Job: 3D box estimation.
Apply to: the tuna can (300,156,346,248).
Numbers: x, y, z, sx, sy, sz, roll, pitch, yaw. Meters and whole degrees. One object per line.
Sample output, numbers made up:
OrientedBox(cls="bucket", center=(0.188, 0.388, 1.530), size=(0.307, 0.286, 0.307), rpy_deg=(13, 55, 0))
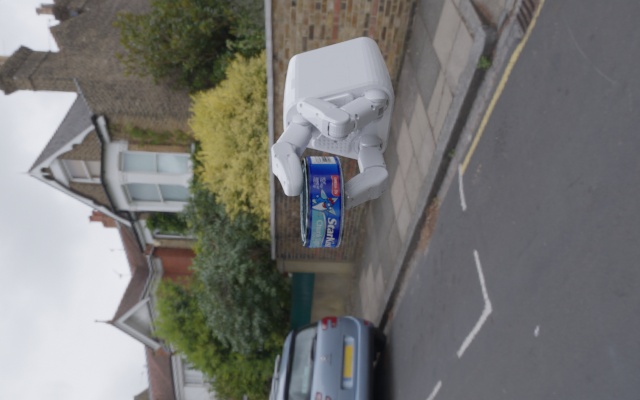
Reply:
OrientedBox(cls="tuna can", center=(-0.001, 0.002, 0.445), size=(0.034, 0.086, 0.086), rpy_deg=(0, 0, -7))
